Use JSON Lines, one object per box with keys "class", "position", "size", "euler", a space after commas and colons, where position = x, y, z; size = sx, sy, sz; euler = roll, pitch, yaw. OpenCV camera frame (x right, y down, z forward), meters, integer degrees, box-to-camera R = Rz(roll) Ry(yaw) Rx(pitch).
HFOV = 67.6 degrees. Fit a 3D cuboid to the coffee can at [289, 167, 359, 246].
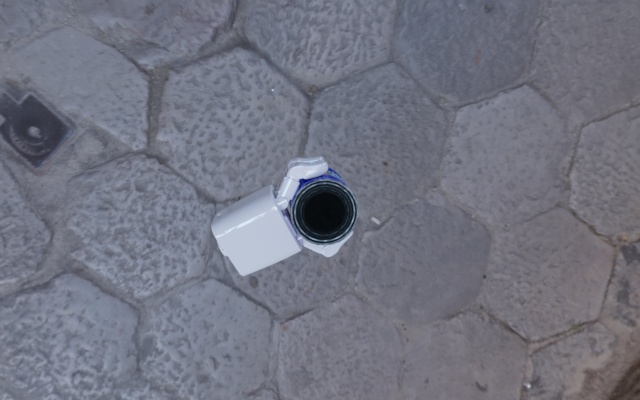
{"class": "coffee can", "position": [0.000, 0.002, 0.773], "size": [0.103, 0.103, 0.140], "euler": [0, 13, -6]}
